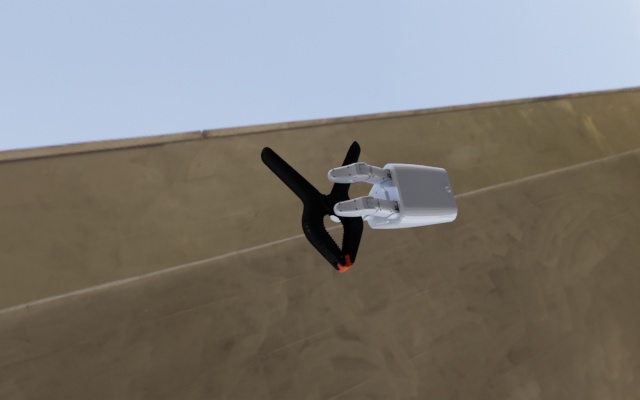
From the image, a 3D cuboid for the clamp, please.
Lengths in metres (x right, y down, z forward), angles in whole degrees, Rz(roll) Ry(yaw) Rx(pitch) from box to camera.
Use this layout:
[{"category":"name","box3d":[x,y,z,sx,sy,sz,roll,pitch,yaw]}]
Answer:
[{"category":"clamp","box3d":[0.000,0.003,0.708,0.164,0.210,0.036,-1,-23,-21]}]
